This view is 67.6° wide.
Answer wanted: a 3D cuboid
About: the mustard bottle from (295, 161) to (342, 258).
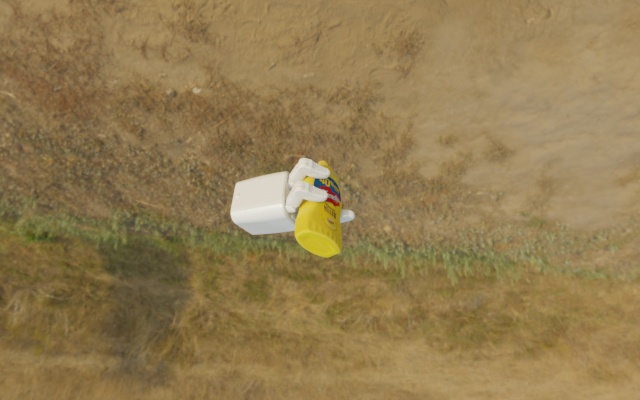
[{"bbox_3d":[0.000,0.003,0.880,0.058,0.191,0.096,-27,-47,33],"label":"mustard bottle"}]
